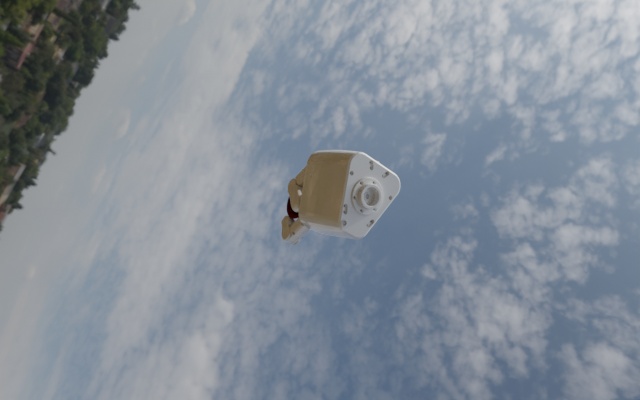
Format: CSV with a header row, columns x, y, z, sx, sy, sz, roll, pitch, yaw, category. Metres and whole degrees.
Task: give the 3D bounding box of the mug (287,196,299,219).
x,y,z,sx,sy,sz,roll,pitch,yaw,category
0.000,0.003,0.771,0.081,0.093,0.117,30,-10,-28,mug
